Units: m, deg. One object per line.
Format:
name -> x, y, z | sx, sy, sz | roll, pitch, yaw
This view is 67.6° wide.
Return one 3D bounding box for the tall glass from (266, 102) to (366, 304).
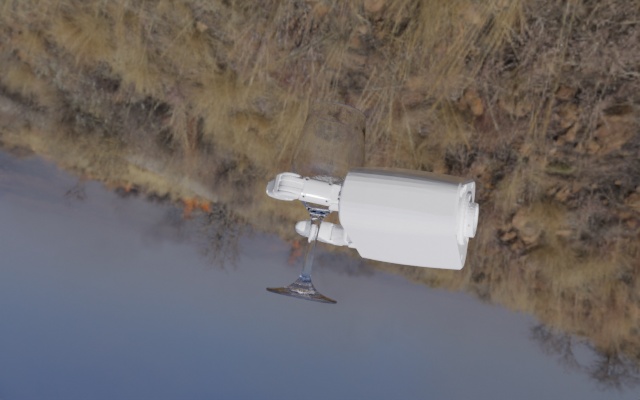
tall glass -> 0.000, 0.002, 0.502 | 0.079, 0.201, 0.079 | 11, -9, 2
